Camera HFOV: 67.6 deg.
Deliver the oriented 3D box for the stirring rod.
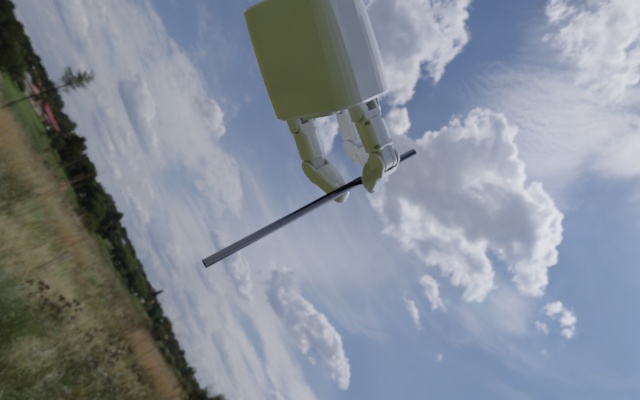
[{"bbox_3d":[0.000,0.001,0.447,0.239,0.011,0.011,-28,12,-24],"label":"stirring rod"}]
